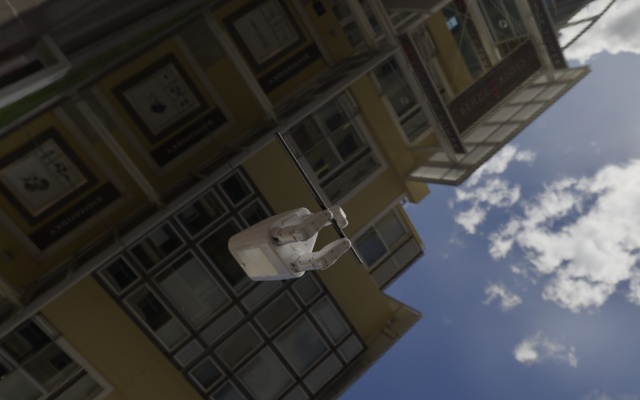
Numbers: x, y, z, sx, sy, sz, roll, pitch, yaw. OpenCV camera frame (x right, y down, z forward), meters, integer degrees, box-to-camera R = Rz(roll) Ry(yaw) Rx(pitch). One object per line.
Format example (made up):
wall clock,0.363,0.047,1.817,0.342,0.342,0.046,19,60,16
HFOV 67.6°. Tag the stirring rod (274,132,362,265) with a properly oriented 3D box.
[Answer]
stirring rod,0.000,0.002,0.701,0.011,0.239,0.011,-29,20,12
